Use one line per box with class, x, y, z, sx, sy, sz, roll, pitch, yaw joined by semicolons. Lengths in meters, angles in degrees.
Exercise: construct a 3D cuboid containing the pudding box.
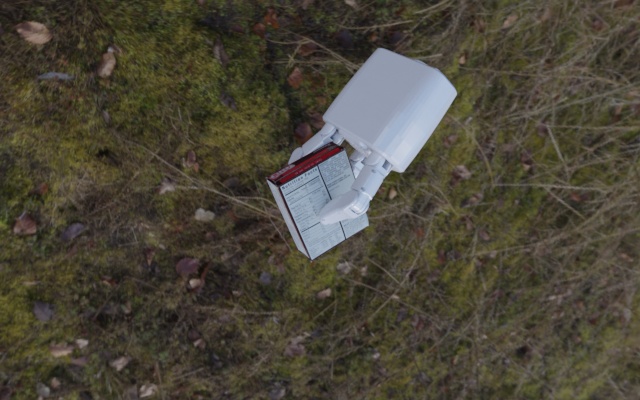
pudding box;0.000;0.002;0.550;0.090;0.113;0.039;-30;30;-14
